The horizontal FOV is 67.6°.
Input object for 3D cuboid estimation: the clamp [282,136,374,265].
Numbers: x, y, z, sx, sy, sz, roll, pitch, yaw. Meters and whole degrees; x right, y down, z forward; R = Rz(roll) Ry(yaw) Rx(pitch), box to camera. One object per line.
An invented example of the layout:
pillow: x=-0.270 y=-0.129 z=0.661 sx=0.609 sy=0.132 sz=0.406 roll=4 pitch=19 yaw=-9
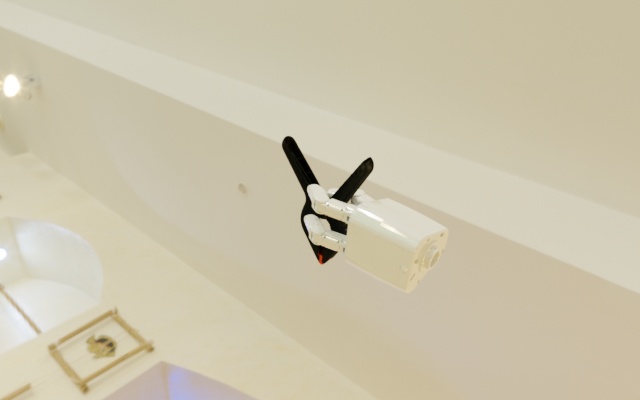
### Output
clamp: x=0.001 y=0.003 z=0.754 sx=0.164 sy=0.210 sz=0.036 roll=26 pitch=36 yaw=31
